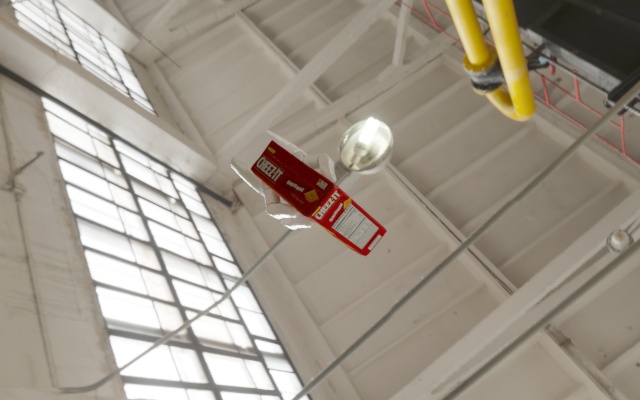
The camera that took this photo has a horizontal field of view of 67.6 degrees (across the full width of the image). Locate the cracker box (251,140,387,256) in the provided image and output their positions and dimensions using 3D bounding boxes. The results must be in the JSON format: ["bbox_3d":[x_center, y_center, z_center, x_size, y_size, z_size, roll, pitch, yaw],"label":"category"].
[{"bbox_3d":[0.000,0.003,0.828,0.164,0.072,0.214,37,-1,37],"label":"cracker box"}]
